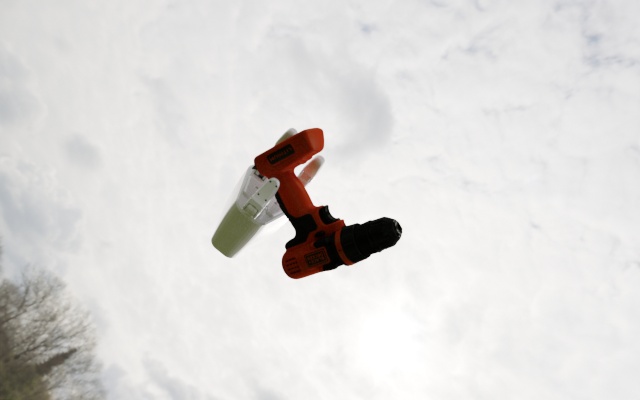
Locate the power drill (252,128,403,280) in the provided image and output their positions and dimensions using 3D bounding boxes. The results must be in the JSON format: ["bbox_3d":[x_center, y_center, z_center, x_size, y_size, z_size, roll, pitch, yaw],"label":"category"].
[{"bbox_3d":[0.000,0.002,0.641,0.184,0.187,0.057,-23,-3,28],"label":"power drill"}]
